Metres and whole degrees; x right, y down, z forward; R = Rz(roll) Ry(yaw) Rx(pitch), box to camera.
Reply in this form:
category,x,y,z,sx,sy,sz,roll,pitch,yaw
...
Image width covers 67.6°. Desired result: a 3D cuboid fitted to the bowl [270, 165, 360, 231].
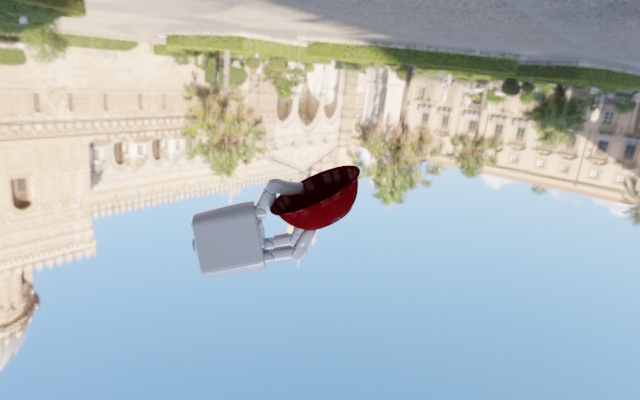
category,x,y,z,sx,sy,sz,roll,pitch,yaw
bowl,0.002,0.003,0.786,0.162,0.055,0.162,-23,18,8
